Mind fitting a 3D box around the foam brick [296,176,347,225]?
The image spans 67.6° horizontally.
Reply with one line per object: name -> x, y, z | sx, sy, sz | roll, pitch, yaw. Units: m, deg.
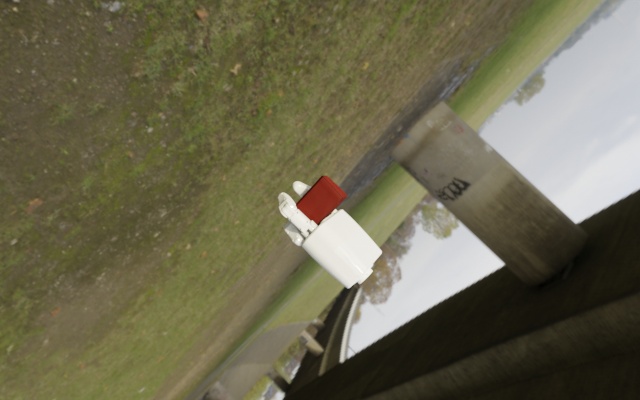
foam brick -> 0.000, 0.002, 0.813 | 0.051, 0.078, 0.053 | 44, 12, 8
